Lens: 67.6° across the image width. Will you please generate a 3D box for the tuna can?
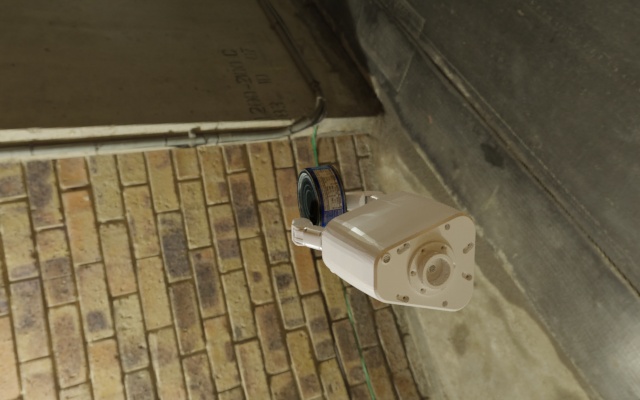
[{"bbox_3d":[0.000,0.002,0.566,0.034,0.086,0.086,-8,3,-19],"label":"tuna can"}]
